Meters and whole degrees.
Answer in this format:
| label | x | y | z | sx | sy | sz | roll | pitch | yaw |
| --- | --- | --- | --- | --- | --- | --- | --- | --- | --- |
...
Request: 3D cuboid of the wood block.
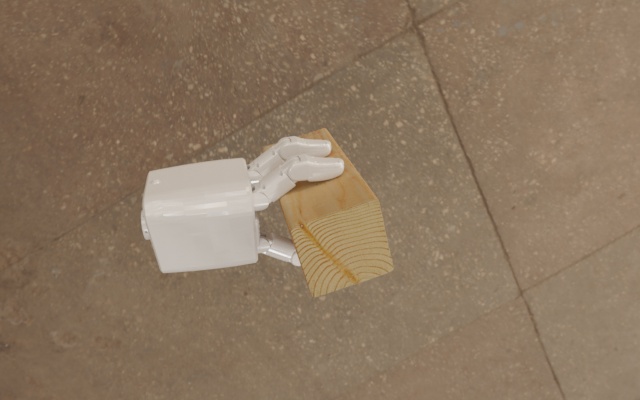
| label | x | y | z | sx | sy | sz | roll | pitch | yaw |
| --- | --- | --- | --- | --- | --- | --- | --- | --- | --- |
| wood block | 0.000 | 0.002 | 0.548 | 0.090 | 0.091 | 0.206 | -18 | 30 | -5 |
